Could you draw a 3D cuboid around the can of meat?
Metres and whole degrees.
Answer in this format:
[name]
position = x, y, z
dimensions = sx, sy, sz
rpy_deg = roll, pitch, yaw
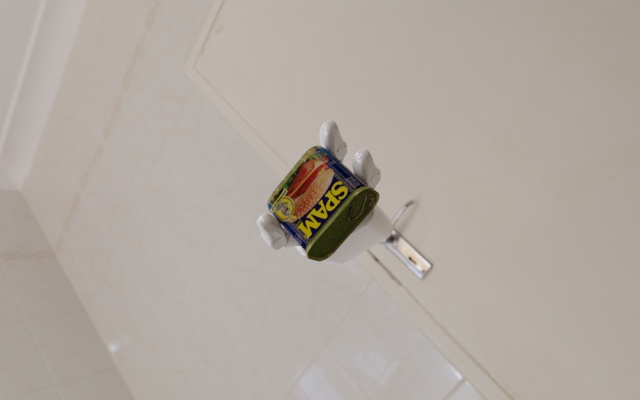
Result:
[can of meat]
position = 0.000, 0.002, 0.534
dimensions = 0.084, 0.102, 0.057
rpy_deg = 45, 10, 28
